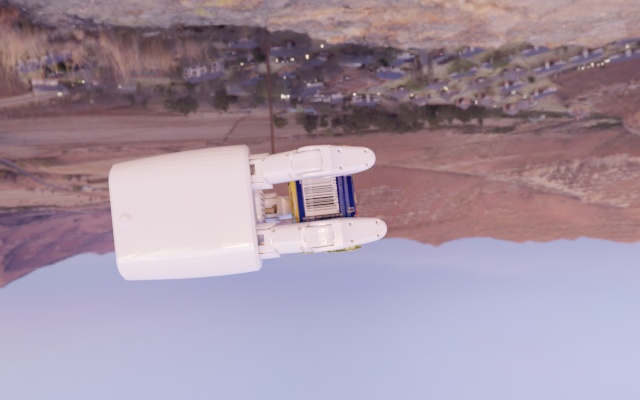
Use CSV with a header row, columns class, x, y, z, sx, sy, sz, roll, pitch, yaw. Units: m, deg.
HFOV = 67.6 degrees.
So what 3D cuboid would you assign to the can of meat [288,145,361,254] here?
class,x,y,z,sx,sy,sz,roll,pitch,yaw
can of meat,0.000,0.002,0.420,0.057,0.084,0.102,-6,-1,-6
